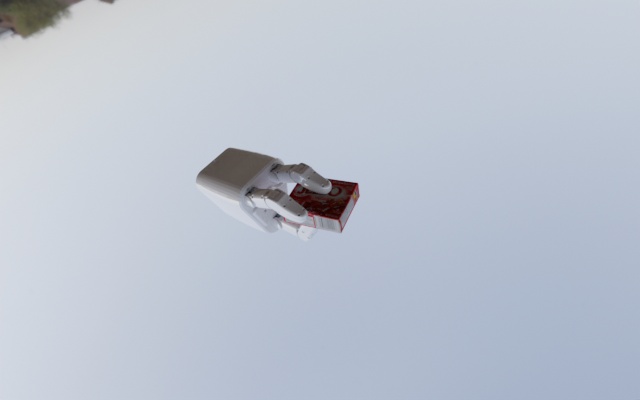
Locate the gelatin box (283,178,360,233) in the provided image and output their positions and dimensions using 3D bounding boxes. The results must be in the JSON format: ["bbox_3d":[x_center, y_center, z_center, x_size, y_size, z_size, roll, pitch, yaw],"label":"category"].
[{"bbox_3d":[0.000,0.003,0.655,0.089,0.030,0.073,10,48,23],"label":"gelatin box"}]
